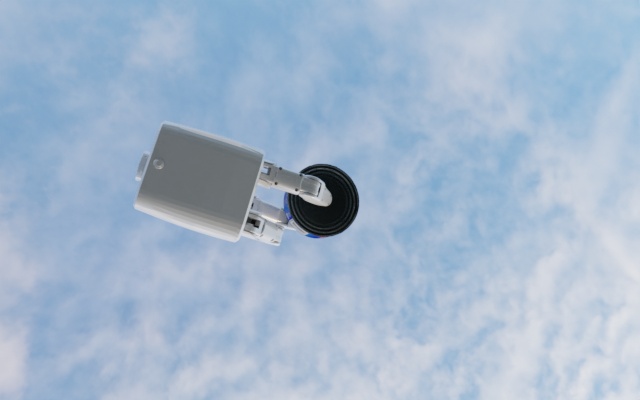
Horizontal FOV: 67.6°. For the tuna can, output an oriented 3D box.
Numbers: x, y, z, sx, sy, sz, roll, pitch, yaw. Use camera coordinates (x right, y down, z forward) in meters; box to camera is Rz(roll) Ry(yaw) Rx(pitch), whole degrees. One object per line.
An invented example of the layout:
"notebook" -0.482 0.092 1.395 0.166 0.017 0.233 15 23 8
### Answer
"tuna can" 0.000 0.002 0.563 0.086 0.086 0.034 0 -9 -15
